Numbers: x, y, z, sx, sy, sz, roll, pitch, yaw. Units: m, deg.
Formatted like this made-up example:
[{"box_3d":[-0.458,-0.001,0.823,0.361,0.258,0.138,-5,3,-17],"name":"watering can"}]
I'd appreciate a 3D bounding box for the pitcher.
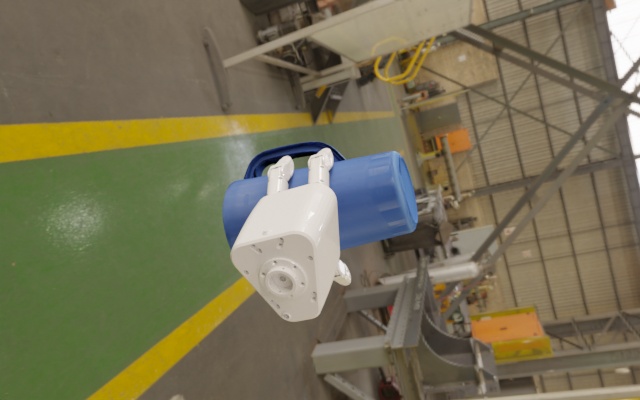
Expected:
[{"box_3d":[0.000,0.002,0.651,0.243,0.149,0.145,-13,22,18],"name":"pitcher"}]
